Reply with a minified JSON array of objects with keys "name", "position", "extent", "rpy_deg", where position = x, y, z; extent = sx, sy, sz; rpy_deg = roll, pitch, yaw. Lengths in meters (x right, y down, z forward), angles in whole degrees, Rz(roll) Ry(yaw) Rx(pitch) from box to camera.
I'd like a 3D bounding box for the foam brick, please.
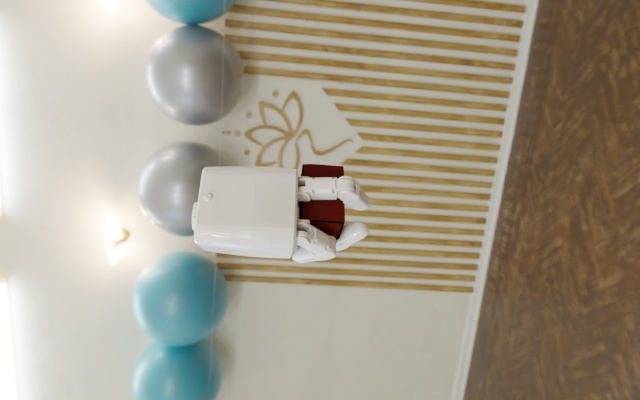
[{"name":"foam brick","position":[0.000,0.002,0.573],"extent":[0.051,0.078,0.053],"rpy_deg":[3,-29,-5]}]
